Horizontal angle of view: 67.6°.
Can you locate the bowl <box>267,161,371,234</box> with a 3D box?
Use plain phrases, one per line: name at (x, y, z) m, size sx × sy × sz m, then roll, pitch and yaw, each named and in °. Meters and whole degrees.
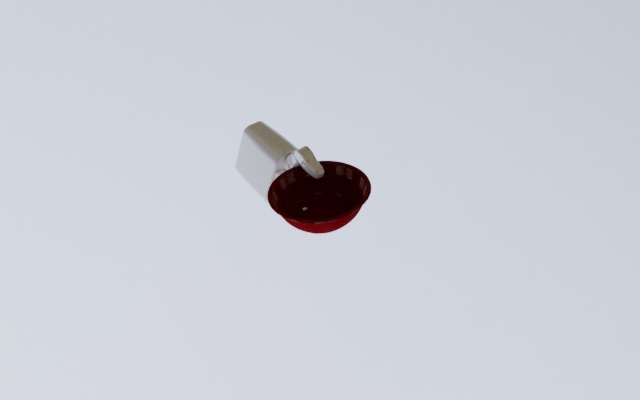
bowl at (0.001, 0.003, 0.752) m, size 0.162 × 0.055 × 0.162 m, roll -5°, pitch 37°, yaw 3°
